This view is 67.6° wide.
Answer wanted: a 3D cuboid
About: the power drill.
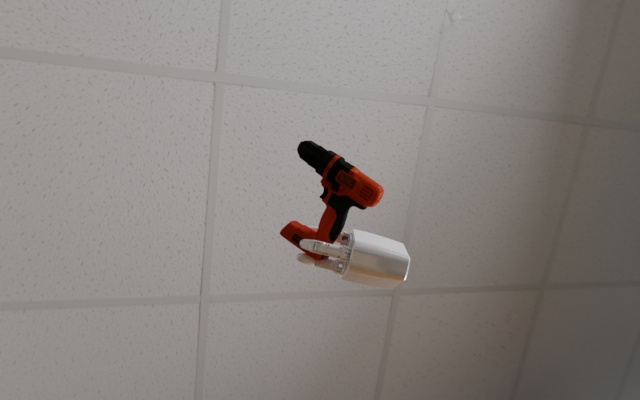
[{"bbox_3d":[0.000,0.003,0.893,0.184,0.188,0.057,35,18,15],"label":"power drill"}]
